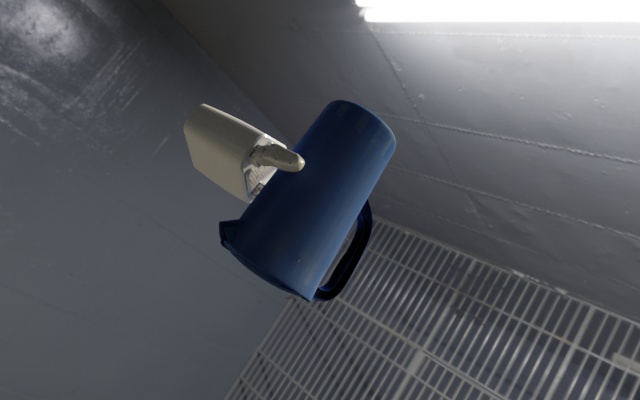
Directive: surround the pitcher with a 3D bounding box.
[{"bbox_3d":[0.000,0.002,0.613,0.145,0.242,0.149,29,-13,19],"label":"pitcher"}]
